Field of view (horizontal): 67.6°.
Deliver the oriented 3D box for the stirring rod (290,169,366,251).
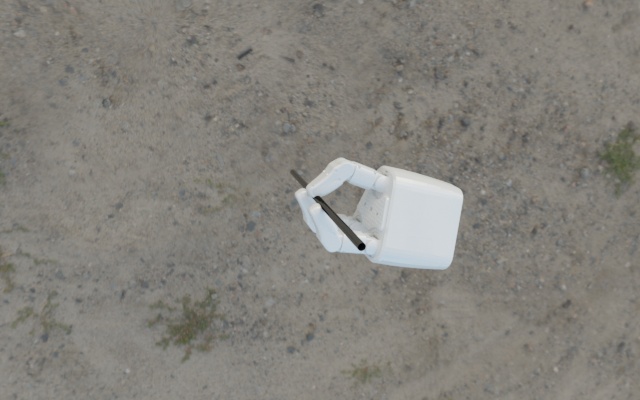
[{"bbox_3d":[0.000,0.002,0.535,0.011,0.011,0.239,0,19,-19],"label":"stirring rod"}]
